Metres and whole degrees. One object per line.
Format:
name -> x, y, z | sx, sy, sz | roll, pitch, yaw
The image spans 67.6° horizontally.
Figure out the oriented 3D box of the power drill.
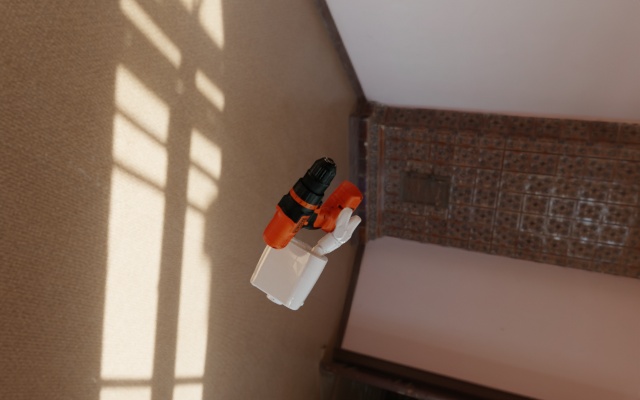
power drill -> 0.000, 0.003, 0.844 | 0.057, 0.184, 0.187 | 48, 23, 22
